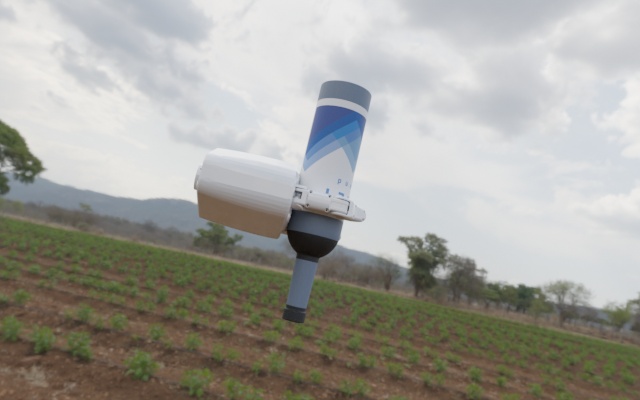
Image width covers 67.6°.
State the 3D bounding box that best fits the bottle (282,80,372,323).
[{"bbox_3d":[0.000,0.002,0.591,0.069,0.295,0.069,13,-8,2],"label":"bottle"}]
